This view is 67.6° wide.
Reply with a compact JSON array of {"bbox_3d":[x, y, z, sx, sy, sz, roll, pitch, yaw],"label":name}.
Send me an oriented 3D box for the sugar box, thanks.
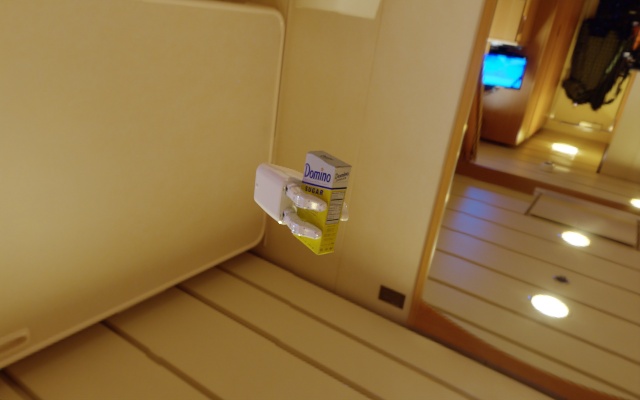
[{"bbox_3d":[0.000,0.003,0.899,0.048,0.176,0.093,-8,27,-36],"label":"sugar box"}]
